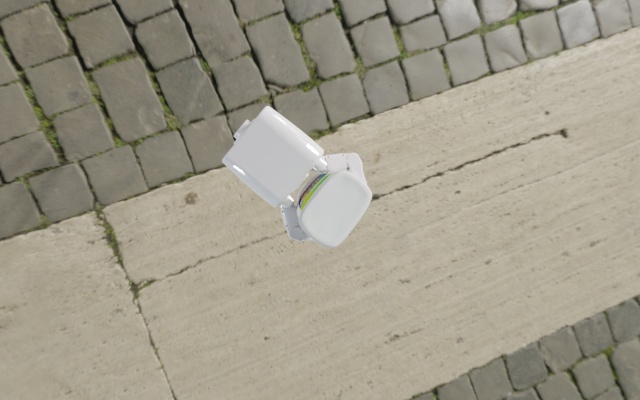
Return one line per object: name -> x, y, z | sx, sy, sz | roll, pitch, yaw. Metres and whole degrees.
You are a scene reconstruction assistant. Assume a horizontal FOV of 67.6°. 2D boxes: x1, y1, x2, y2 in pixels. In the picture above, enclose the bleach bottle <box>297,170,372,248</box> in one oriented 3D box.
bleach bottle -> 0.000, 0.002, 0.726 | 0.068, 0.102, 0.251 | 39, -4, -10
